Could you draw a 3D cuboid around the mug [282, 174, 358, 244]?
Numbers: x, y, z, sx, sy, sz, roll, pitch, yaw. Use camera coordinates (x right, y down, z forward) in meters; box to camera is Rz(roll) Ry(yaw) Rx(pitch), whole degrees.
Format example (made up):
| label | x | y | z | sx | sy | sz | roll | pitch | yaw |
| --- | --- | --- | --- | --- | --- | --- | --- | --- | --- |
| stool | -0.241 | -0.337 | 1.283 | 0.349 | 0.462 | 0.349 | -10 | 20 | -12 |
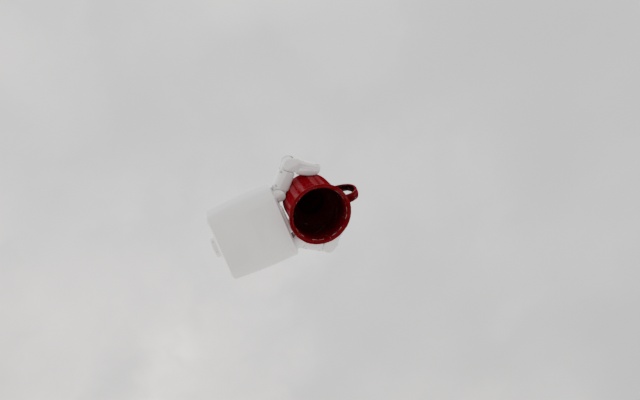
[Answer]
| label | x | y | z | sx | sy | sz | roll | pitch | yaw |
| --- | --- | --- | --- | --- | --- | --- | --- | --- | --- |
| mug | 0.001 | 0.002 | 0.718 | 0.117 | 0.093 | 0.081 | -24 | 25 | -7 |
